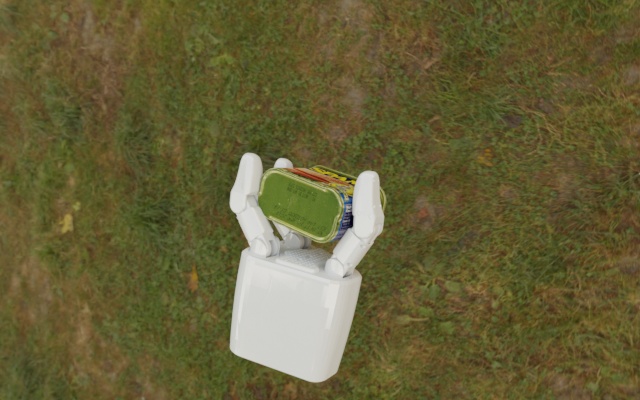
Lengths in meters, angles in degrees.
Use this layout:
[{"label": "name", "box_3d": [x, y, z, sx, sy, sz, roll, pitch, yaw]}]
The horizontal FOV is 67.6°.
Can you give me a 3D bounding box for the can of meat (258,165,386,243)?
[{"label": "can of meat", "box_3d": [0.000, 0.002, 0.476, 0.102, 0.057, 0.084, 22, 15, 31]}]
